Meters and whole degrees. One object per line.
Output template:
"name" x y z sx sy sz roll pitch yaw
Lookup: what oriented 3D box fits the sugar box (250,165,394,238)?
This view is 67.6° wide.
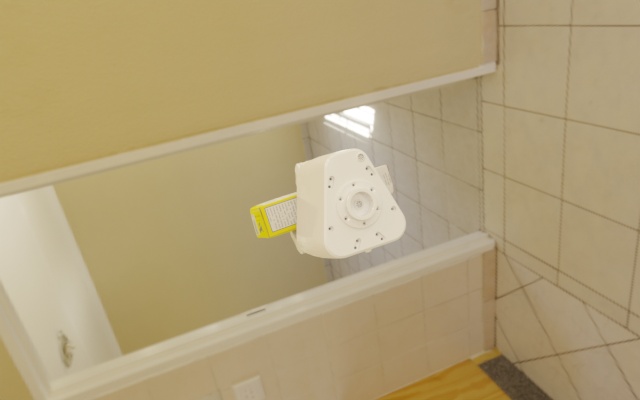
"sugar box" 0.000 0.003 0.628 0.176 0.048 0.093 -17 2 -16
